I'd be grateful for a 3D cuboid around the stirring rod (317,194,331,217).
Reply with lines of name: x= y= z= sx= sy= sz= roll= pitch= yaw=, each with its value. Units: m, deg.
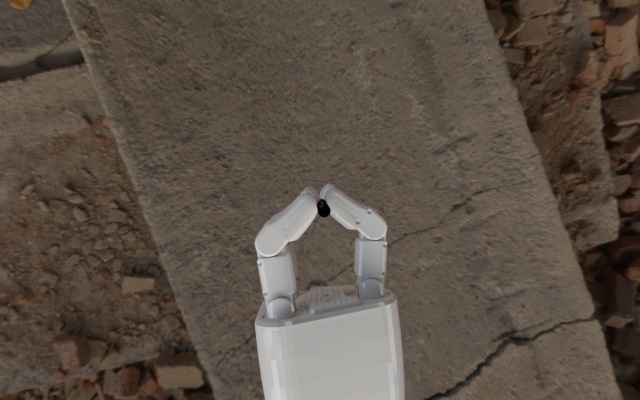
stirring rod: x=0.000 y=0.001 z=0.407 sx=0.011 sy=0.011 sz=0.239 roll=0 pitch=2 yaw=-1
